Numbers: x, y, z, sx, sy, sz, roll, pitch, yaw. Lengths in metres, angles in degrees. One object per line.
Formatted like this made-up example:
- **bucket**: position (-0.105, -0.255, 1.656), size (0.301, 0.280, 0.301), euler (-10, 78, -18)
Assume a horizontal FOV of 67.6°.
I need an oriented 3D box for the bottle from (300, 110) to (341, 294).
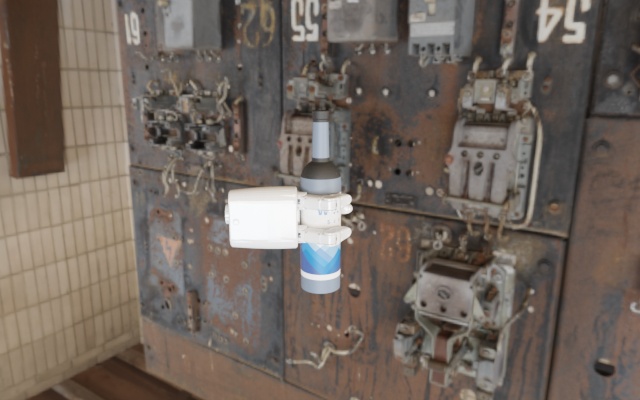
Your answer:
- **bottle**: position (0.000, 0.003, 0.779), size (0.069, 0.296, 0.069), euler (0, 14, 0)
